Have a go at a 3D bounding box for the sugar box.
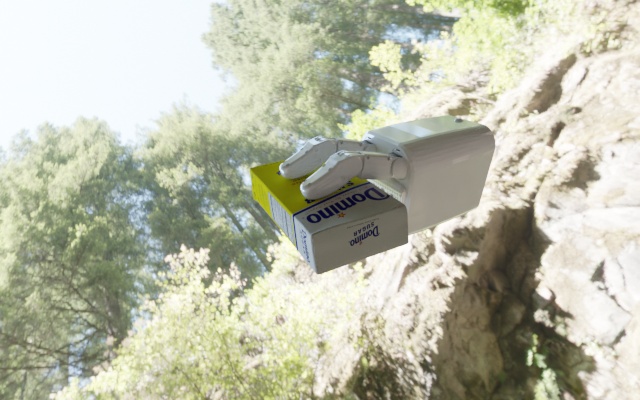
[{"bbox_3d":[0.000,0.001,0.470,0.093,0.048,0.176,-16,25,-20],"label":"sugar box"}]
